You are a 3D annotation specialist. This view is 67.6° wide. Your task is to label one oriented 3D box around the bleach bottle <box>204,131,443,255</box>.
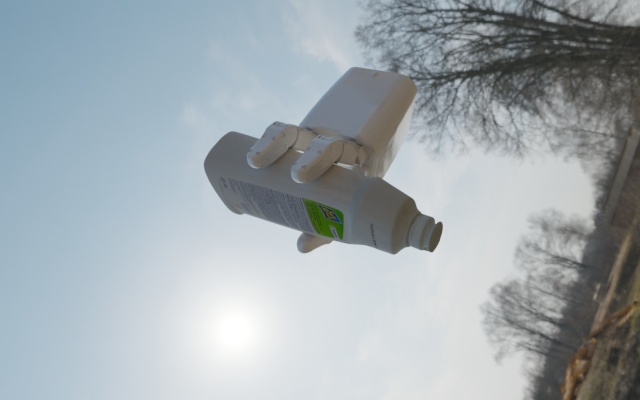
[{"bbox_3d":[0.000,0.002,0.479,0.251,0.068,0.103,19,-28,31],"label":"bleach bottle"}]
